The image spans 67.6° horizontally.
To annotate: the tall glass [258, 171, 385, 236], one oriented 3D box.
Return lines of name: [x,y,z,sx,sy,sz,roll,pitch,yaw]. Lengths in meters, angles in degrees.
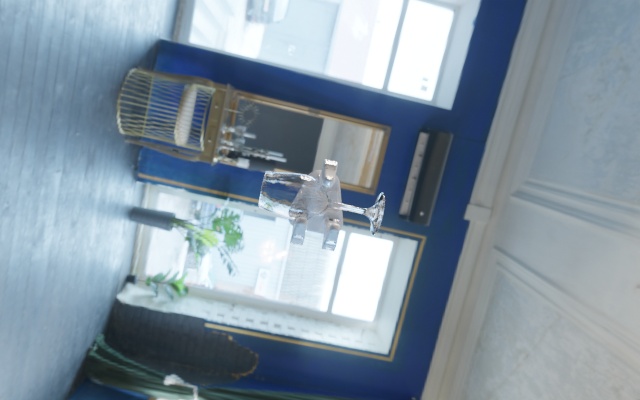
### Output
tall glass: [0.001,0.003,0.798,0.201,0.079,0.079,12,-1,-5]
